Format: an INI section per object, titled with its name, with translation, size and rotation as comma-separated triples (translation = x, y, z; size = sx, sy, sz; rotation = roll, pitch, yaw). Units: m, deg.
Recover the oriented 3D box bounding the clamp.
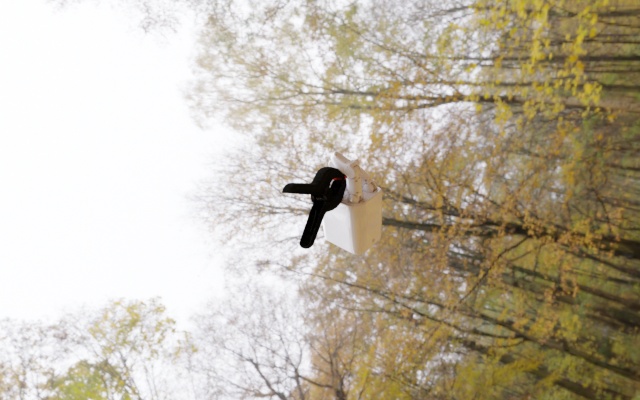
[clamp]
translation = 0.000, 0.002, 0.830
size = 0.039, 0.120, 0.171
rotation = 12, 28, 35
